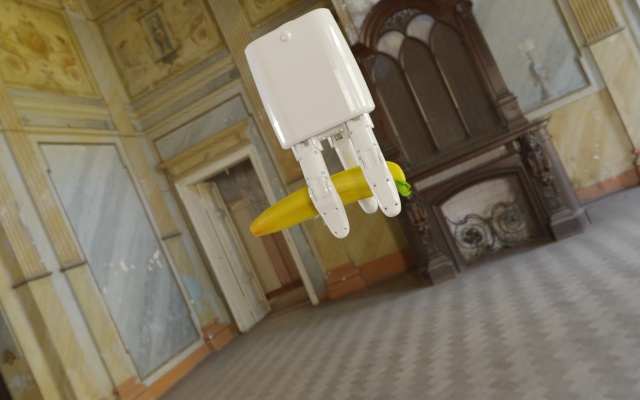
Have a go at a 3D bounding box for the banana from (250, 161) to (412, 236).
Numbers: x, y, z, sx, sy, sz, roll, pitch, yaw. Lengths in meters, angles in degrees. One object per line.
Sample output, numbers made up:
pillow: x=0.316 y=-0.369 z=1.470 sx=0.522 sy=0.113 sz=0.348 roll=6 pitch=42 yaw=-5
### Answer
banana: x=0.011 y=-0.005 z=0.514 sx=0.198 sy=0.037 sz=0.069 roll=-19 pitch=10 yaw=31
